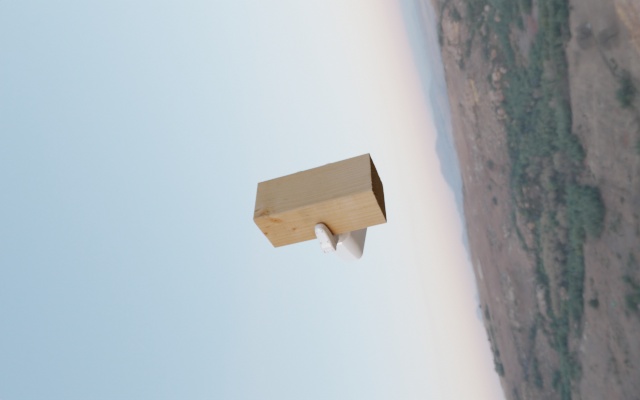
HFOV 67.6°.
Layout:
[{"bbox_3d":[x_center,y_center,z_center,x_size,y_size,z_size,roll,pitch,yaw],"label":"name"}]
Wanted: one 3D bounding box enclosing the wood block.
[{"bbox_3d":[0.000,0.003,0.818,0.206,0.090,0.090,-14,-43,16],"label":"wood block"}]
